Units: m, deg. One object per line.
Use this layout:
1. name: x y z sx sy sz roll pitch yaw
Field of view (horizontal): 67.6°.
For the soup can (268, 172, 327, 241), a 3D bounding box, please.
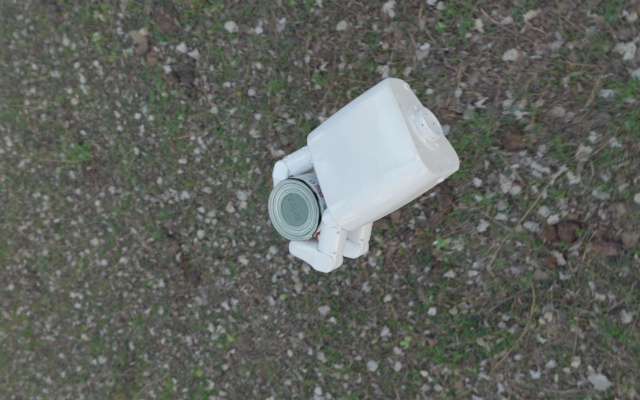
1. soup can: 0.000 0.002 0.524 0.068 0.068 0.102 0 10 34
